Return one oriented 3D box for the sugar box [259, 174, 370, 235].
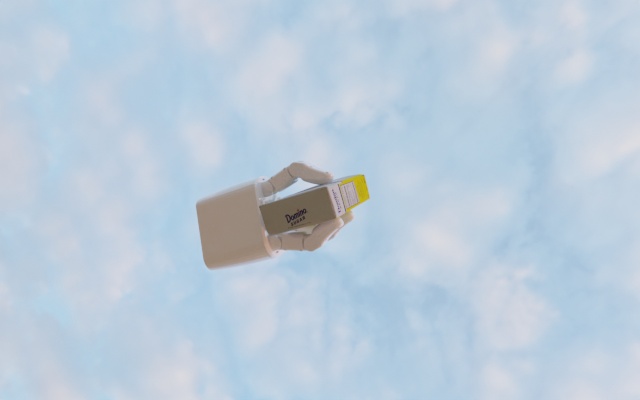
[{"bbox_3d":[0.000,0.003,0.633,0.093,0.048,0.176,-16,5,21],"label":"sugar box"}]
